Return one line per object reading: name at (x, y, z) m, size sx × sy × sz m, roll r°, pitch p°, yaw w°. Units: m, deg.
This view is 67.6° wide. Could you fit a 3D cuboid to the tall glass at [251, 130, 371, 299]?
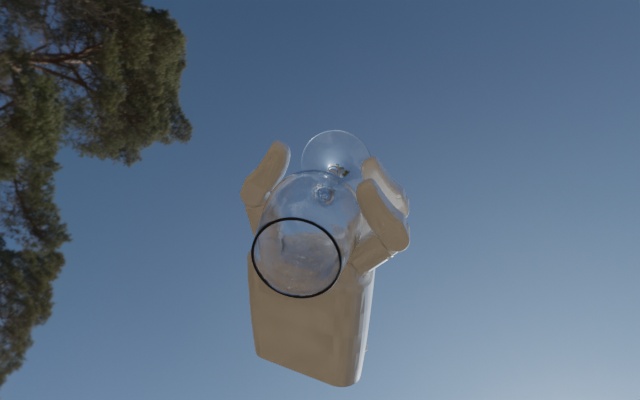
tall glass at (0.000, 0.001, 0.406) m, size 0.079 × 0.079 × 0.201 m, roll 0°, pitch 22°, yaw 10°
